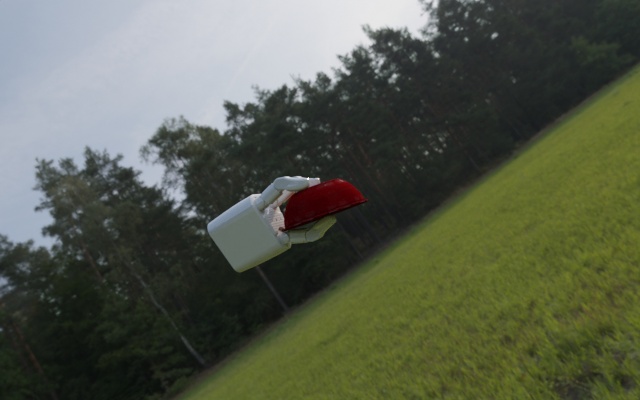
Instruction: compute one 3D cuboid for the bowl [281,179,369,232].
[{"bbox_3d":[0.001,0.002,0.831,0.162,0.055,0.162,-19,-3,-1],"label":"bowl"}]
